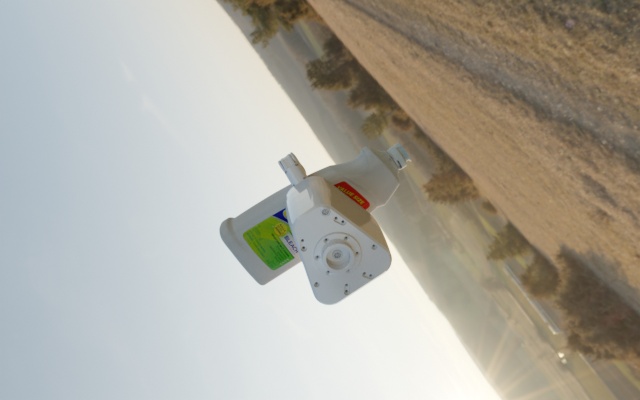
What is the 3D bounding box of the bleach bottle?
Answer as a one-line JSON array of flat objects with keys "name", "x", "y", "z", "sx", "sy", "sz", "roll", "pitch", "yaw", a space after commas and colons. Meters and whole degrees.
[{"name": "bleach bottle", "x": 0.000, "y": 0.002, "z": 0.617, "sx": 0.251, "sy": 0.102, "sz": 0.068, "roll": -34, "pitch": 17, "yaw": 5}]
